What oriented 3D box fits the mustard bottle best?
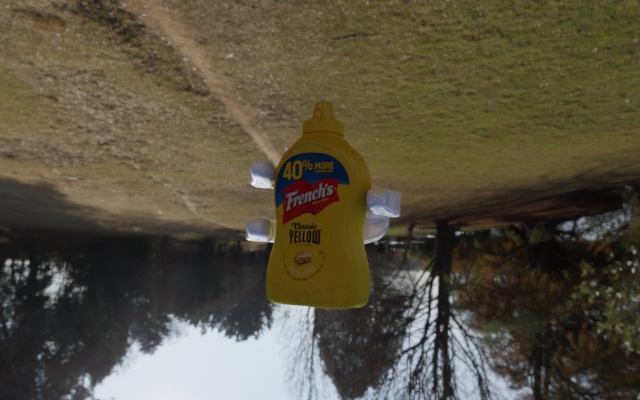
[{"bbox_3d":[0.000,0.002,0.449,0.096,0.191,0.058,-2,-9,32],"label":"mustard bottle"}]
